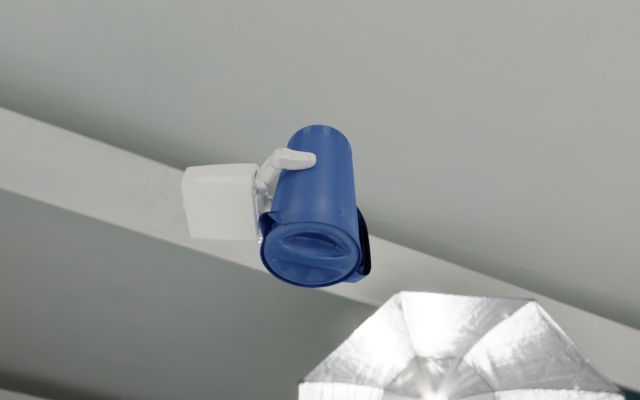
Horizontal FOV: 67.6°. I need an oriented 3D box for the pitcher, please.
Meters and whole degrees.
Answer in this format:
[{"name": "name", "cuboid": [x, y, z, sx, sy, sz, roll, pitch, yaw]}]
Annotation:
[{"name": "pitcher", "cuboid": [0.000, 0.002, 0.708, 0.145, 0.149, 0.242, -2, 42, 6]}]
